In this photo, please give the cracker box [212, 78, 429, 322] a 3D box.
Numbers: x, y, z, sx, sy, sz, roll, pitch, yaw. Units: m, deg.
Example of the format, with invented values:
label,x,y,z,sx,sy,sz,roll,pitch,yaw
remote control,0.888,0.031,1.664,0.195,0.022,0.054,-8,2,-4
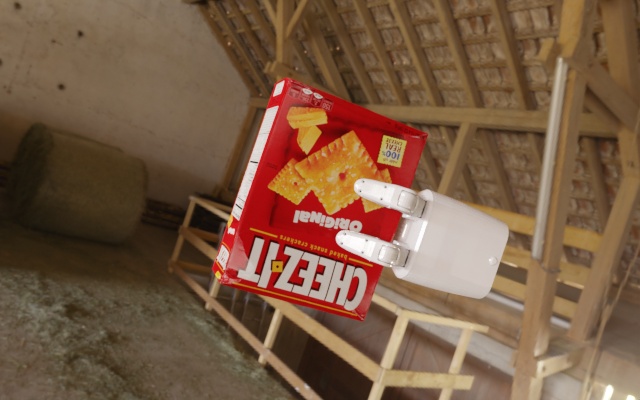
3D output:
label,x,y,z,sx,sy,sz,roll,pitch,yaw
cracker box,0.000,0.001,0.505,0.164,0.213,0.072,19,0,-18
